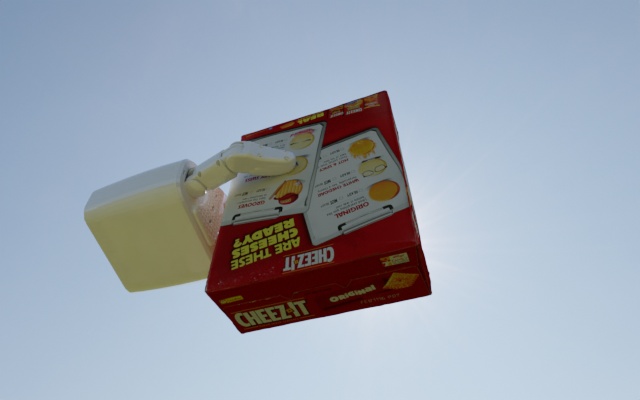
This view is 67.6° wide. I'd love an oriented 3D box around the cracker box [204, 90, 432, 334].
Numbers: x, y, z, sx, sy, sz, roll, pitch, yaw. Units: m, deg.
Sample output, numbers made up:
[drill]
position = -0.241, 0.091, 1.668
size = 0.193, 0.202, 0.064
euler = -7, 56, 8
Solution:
[cracker box]
position = 0.000, 0.001, 0.435
size = 0.164, 0.072, 0.213
euler = -15, 40, 13
